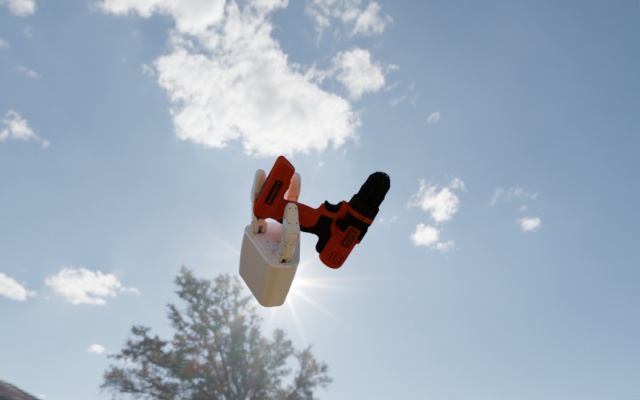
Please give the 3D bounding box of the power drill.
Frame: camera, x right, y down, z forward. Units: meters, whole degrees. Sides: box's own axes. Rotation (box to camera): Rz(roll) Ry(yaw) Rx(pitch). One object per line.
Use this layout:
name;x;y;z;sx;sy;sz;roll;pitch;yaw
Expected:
power drill;0.000;0.003;0.772;0.188;0.184;0.057;28;12;-13
